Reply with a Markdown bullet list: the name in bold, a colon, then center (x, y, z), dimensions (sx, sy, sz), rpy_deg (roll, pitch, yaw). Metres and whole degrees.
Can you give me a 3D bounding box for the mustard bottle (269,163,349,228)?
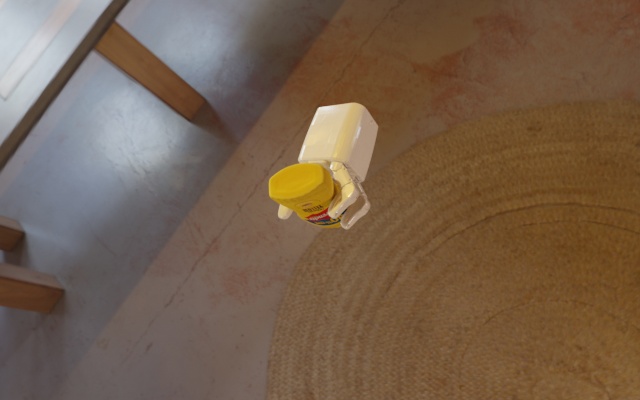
- **mustard bottle**: center (0.000, 0.003, 0.798), dimensions (0.096, 0.058, 0.192), rpy_deg (-16, -27, 20)
